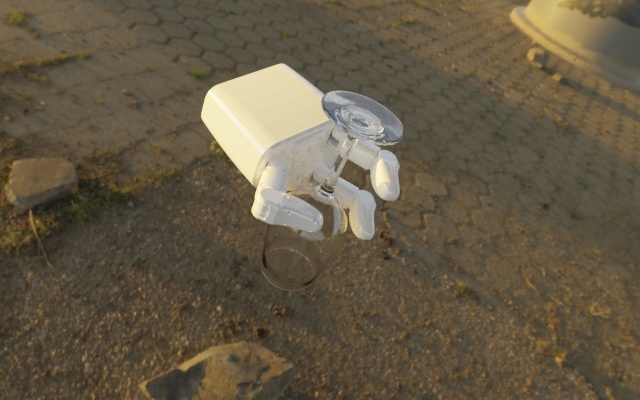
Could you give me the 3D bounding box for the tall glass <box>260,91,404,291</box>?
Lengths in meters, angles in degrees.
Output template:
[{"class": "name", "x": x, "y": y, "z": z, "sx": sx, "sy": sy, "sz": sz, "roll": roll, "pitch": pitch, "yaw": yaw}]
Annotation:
[{"class": "tall glass", "x": 0.000, "y": 0.001, "z": 0.453, "sx": 0.079, "sy": 0.201, "sz": 0.079, "roll": 16, "pitch": 38, "yaw": -13}]
